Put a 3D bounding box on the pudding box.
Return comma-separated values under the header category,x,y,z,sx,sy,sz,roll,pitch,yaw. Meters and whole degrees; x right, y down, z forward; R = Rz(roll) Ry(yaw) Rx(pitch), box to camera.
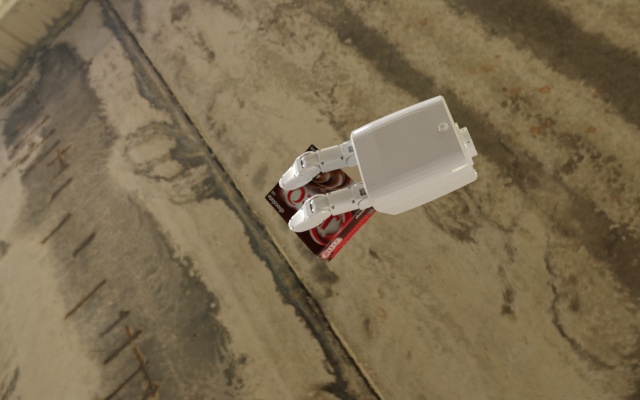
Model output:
category,x,y,z,sx,sy,sz,roll,pitch,yaw
pudding box,0.000,0.002,0.562,0.113,0.090,0.039,46,6,34
